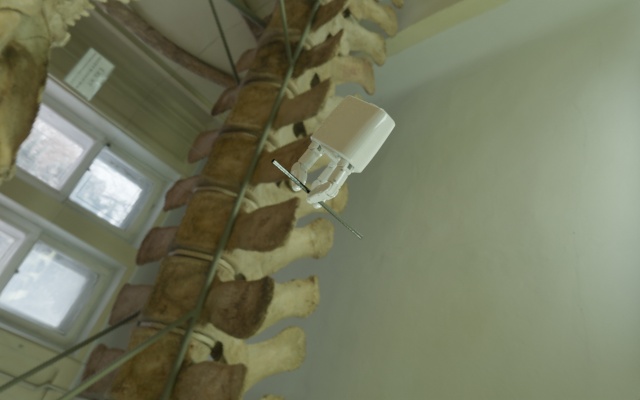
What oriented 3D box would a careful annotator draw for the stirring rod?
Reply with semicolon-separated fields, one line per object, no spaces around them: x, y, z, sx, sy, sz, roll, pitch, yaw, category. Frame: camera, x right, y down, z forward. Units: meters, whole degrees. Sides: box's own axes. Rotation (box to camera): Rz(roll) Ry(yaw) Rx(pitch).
0.000;0.003;0.841;0.240;0.011;0.011;41;-24;-31;stirring rod
